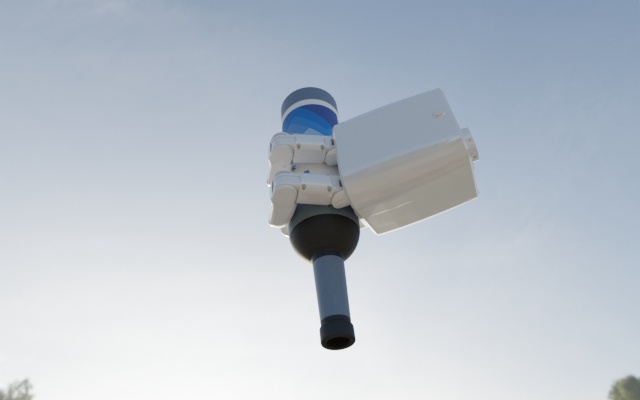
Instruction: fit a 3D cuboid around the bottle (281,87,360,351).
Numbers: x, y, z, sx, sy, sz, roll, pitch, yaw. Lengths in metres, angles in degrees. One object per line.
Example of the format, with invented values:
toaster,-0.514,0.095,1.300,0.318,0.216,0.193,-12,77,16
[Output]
bottle,0.000,0.001,0.465,0.069,0.295,0.069,-4,-42,-4
